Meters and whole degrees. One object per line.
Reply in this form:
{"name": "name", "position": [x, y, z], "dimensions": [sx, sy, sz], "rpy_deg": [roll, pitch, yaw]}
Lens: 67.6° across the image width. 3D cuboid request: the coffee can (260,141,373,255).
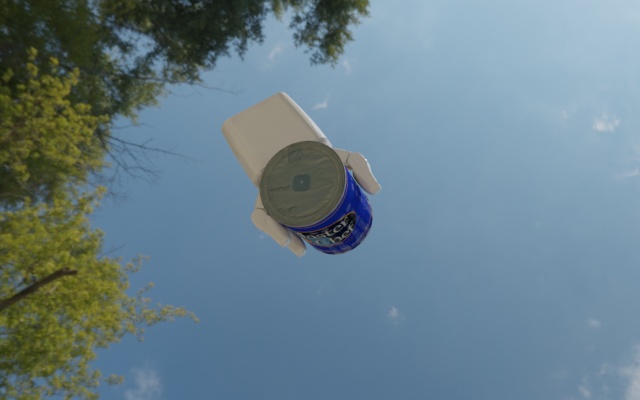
{"name": "coffee can", "position": [0.000, 0.002, 0.594], "dimensions": [0.103, 0.102, 0.140], "rpy_deg": [0, -19, 19]}
